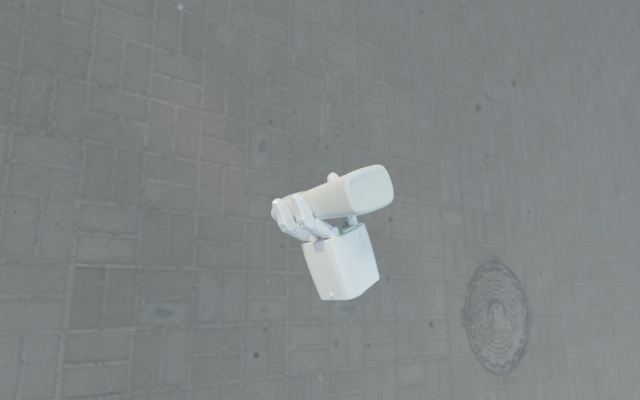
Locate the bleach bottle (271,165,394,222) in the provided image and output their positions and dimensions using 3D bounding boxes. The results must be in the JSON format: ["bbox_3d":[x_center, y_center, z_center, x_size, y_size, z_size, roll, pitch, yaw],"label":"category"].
[{"bbox_3d":[0.000,0.003,0.818,0.102,0.068,0.251,-19,3,-39],"label":"bleach bottle"}]
